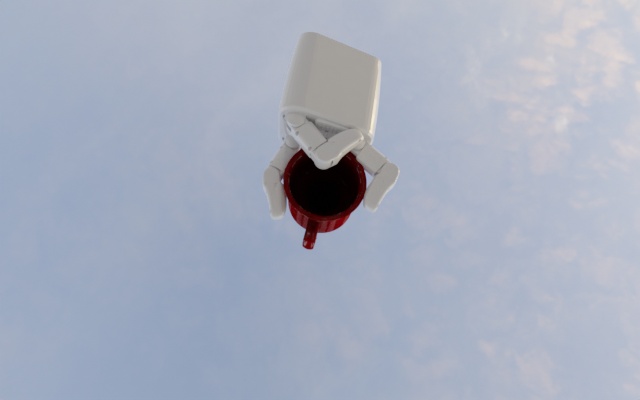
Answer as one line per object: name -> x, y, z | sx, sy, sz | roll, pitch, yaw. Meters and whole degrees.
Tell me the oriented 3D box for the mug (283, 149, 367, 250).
mug -> 0.000, 0.003, 0.561 | 0.093, 0.117, 0.081 | 12, -19, 0
